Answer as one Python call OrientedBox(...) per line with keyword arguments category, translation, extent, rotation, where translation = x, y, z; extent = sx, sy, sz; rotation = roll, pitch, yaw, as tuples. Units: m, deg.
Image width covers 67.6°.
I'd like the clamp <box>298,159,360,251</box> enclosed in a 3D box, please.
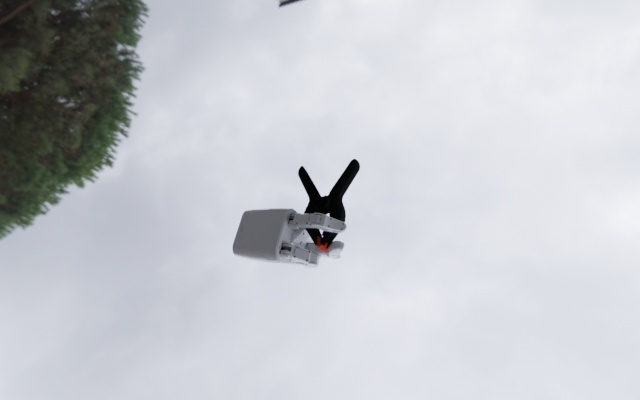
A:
OrientedBox(category="clamp", translation=(0.000, 0.003, 0.853), extent=(0.120, 0.171, 0.039), rotation=(1, -25, 33))
